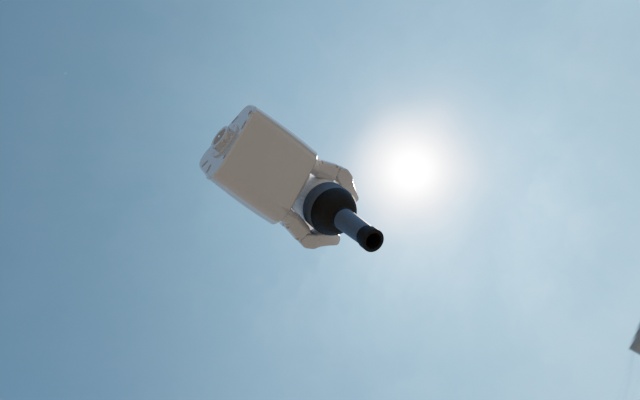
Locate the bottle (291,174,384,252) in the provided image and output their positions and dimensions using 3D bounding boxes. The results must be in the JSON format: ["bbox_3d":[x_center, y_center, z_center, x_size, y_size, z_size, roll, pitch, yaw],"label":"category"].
[{"bbox_3d":[0.000,0.002,0.652,0.069,0.069,0.295,0,17,-24],"label":"bottle"}]
